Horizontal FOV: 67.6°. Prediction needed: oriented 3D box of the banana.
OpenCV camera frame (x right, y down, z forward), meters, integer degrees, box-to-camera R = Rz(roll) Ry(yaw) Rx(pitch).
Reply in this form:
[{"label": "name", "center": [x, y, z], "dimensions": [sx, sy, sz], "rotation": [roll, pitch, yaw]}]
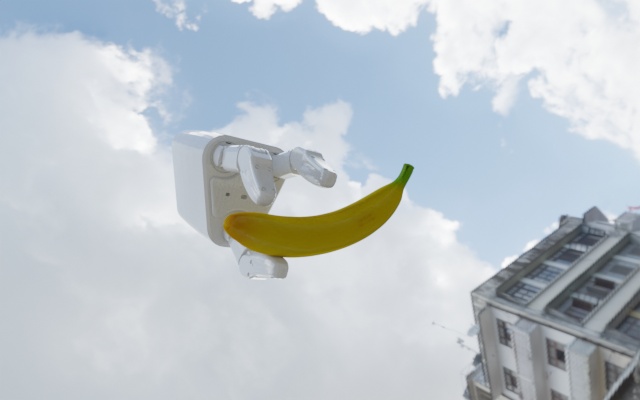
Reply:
[{"label": "banana", "center": [0.005, 0.018, 0.441], "dimensions": [0.198, 0.070, 0.037], "rotation": [-18, 25, -29]}]
